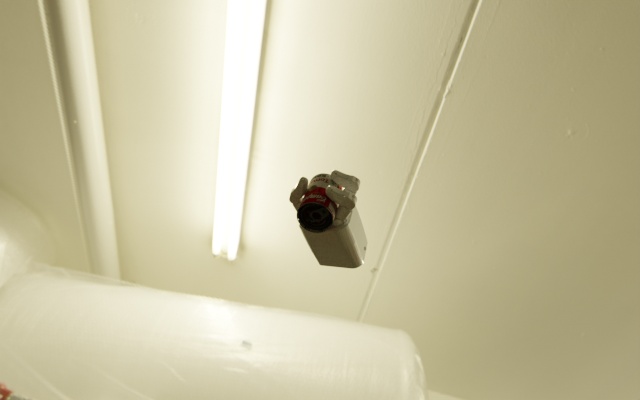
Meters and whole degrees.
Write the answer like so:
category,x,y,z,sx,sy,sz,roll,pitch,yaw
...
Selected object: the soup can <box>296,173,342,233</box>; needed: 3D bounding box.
category,x,y,z,sx,sy,sz,roll,pitch,yaw
soup can,0.000,0.002,0.894,0.068,0.068,0.102,0,35,15
